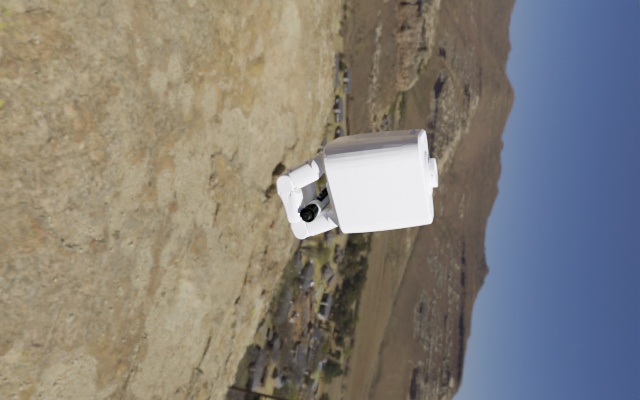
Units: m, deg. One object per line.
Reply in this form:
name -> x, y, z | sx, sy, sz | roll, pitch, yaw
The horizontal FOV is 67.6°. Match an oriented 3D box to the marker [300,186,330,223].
marker -> 0.000, 0.002, 0.600 | 0.020, 0.020, 0.121 | 0, 15, 17
